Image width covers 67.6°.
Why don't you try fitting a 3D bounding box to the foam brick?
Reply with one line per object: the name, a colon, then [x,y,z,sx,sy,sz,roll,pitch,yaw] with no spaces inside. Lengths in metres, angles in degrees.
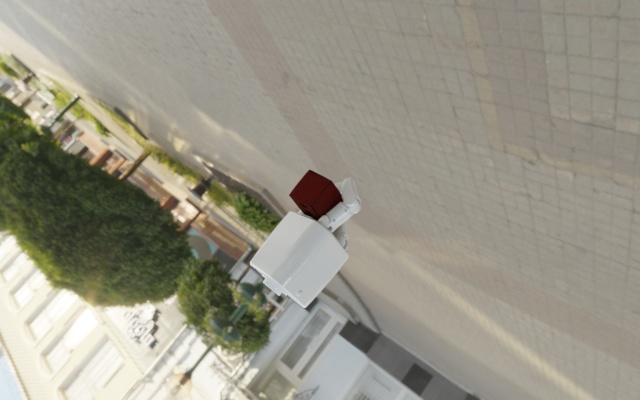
foam brick: [0.000,0.002,0.723,0.053,0.051,0.078,28,-18,43]
